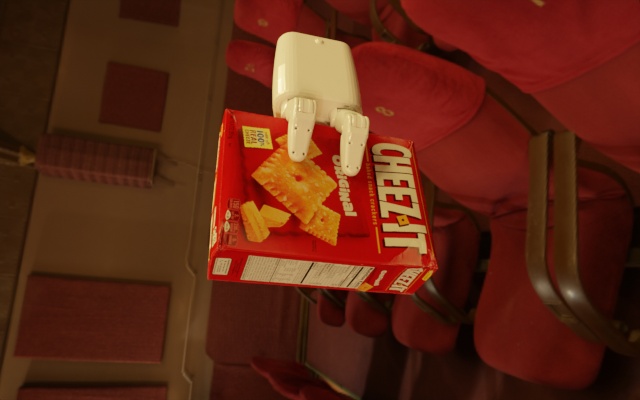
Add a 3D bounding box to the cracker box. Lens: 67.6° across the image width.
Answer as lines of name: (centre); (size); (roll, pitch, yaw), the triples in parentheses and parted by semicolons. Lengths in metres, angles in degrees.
cracker box: (0.000, 0.002, 0.490); (0.214, 0.164, 0.072); (7, -34, -15)
